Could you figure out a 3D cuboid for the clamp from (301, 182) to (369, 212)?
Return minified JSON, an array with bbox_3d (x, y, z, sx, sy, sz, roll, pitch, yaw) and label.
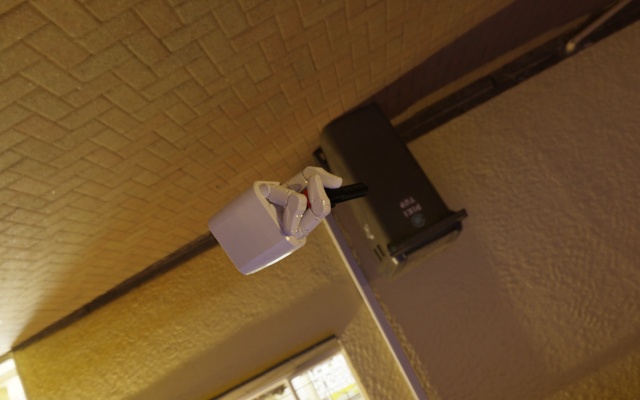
[{"bbox_3d":[0.000,0.003,0.779,0.120,0.039,0.171,-32,-14,23],"label":"clamp"}]
